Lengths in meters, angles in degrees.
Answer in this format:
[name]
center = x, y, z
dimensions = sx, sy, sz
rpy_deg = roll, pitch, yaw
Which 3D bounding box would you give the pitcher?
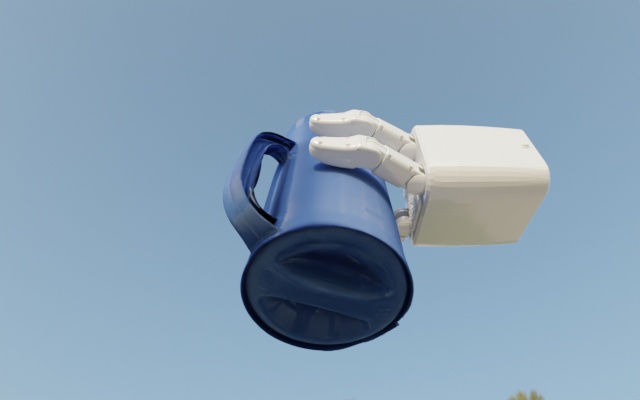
[pitcher]
center = 0.000, 0.002, 0.454
dimensions = 0.145, 0.149, 0.242
rpy_deg = 1, 34, 1
